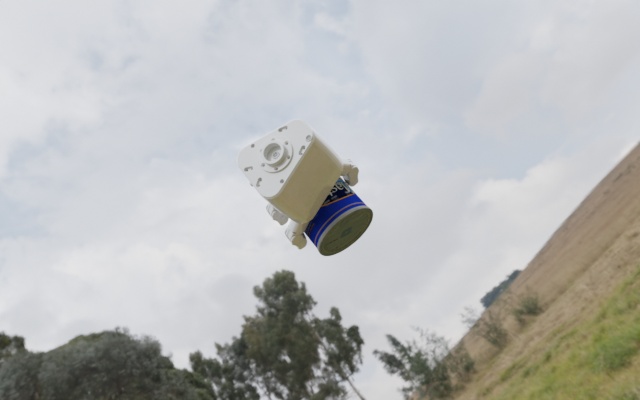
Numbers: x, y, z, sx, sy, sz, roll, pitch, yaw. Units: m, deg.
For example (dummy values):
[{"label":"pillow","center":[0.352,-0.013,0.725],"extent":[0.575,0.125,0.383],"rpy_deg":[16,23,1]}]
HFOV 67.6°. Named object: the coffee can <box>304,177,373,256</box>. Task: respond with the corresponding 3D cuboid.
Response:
[{"label":"coffee can","center":[0.000,0.003,0.753],"extent":[0.103,0.103,0.140],"rpy_deg":[0,42,-51]}]
